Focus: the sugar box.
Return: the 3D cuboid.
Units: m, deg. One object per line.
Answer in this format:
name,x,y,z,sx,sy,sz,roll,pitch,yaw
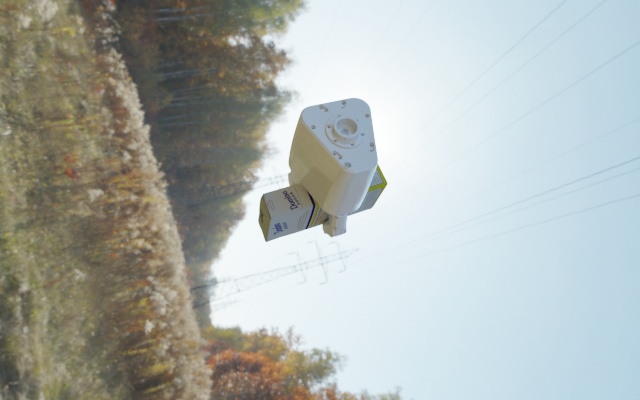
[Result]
sugar box,0.000,0.002,0.688,0.176,0.048,0.093,-14,-22,-17
